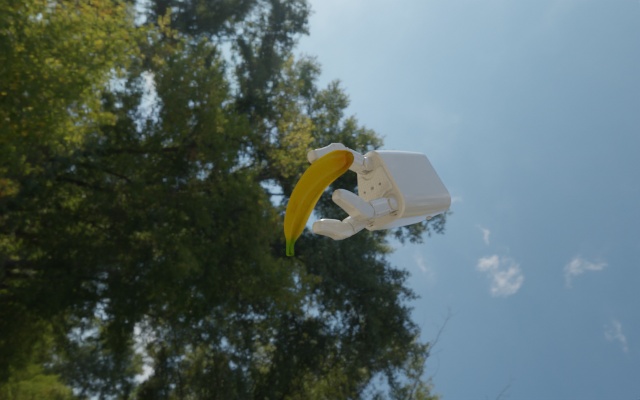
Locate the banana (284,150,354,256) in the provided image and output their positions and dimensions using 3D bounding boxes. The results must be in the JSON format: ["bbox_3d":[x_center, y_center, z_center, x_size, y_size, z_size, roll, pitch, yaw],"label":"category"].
[{"bbox_3d":[-0.009,-0.009,0.660,0.037,0.069,0.198,-1,-43,-33],"label":"banana"}]
